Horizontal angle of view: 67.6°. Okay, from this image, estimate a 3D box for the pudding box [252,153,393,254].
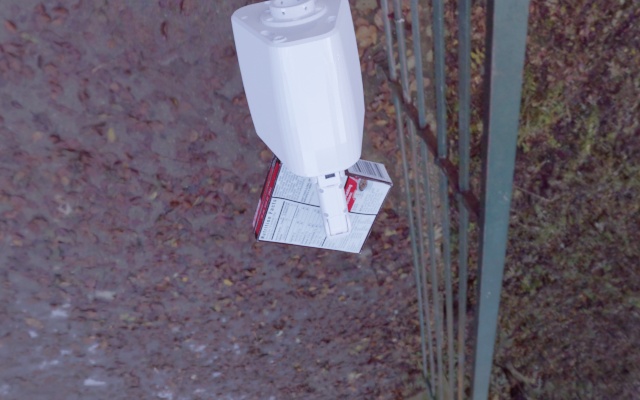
[{"bbox_3d":[0.000,0.002,0.454,0.113,0.090,0.039,11,32,-18],"label":"pudding box"}]
